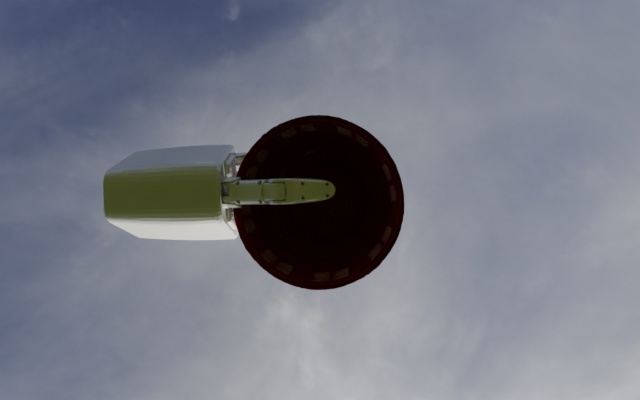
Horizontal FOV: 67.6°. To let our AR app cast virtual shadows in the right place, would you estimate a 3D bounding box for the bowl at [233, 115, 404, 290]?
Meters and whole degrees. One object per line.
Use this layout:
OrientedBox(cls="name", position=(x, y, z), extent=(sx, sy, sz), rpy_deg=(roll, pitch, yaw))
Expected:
OrientedBox(cls="bowl", position=(0.001, 0.002, 0.464), extent=(0.162, 0.162, 0.055), rpy_deg=(0, 2, 10))
